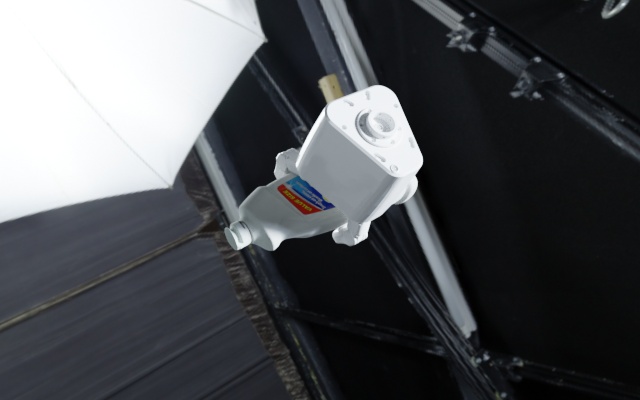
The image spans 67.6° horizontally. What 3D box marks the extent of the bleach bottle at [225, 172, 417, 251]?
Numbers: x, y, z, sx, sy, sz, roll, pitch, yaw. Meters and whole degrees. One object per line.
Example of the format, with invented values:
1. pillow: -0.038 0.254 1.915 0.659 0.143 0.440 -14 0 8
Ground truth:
1. bleach bottle: 0.000 0.002 0.607 0.251 0.102 0.068 -27 -16 -28
